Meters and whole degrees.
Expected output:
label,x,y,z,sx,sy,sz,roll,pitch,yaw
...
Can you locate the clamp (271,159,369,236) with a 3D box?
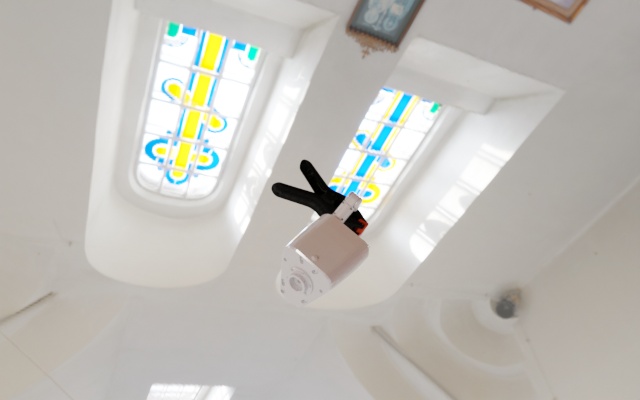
label,x,y,z,sx,sy,sz,roll,pitch,yaw
clamp,0.000,0.003,0.811,0.171,0.039,0.120,40,43,13
